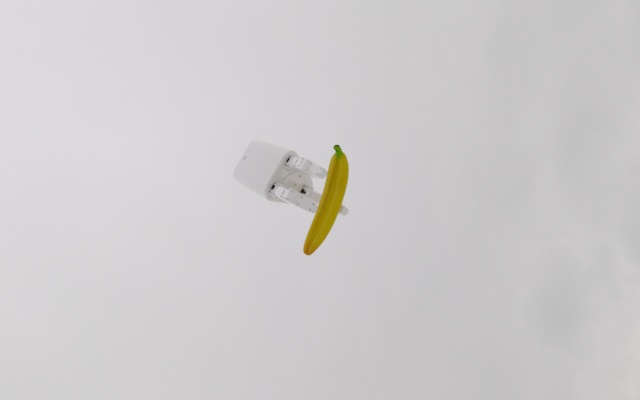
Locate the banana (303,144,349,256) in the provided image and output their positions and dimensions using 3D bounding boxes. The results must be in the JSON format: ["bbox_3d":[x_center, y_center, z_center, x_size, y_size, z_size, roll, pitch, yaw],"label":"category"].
[{"bbox_3d":[0.012,-0.002,0.817,0.037,0.198,0.069,24,17,32],"label":"banana"}]
